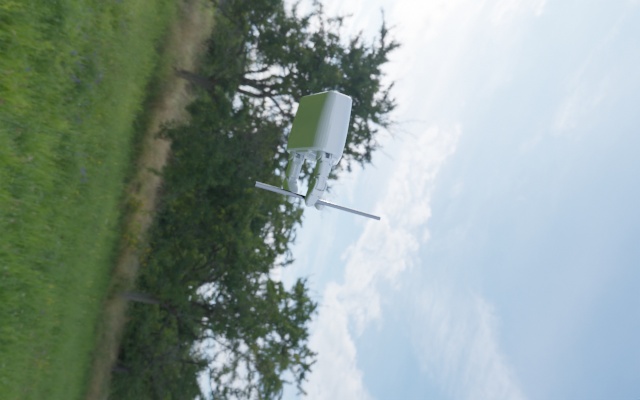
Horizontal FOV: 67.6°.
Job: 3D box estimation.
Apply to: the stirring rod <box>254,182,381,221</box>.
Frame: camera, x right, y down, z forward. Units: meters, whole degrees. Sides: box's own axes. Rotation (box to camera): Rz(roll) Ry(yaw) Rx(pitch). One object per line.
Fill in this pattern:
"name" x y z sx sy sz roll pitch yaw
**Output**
"stirring rod" 0.000 0.003 0.837 0.239 0.011 0.011 16 -6 -20
